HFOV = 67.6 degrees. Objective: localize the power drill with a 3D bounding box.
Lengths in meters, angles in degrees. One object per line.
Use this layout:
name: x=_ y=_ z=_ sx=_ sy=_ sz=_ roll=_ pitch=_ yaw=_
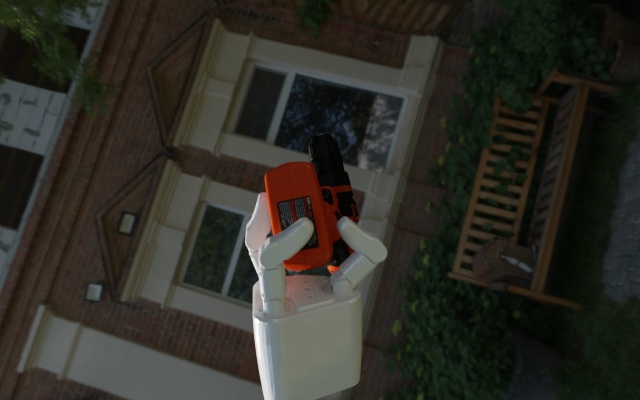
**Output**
power drill: x=0.000 y=0.002 z=0.545 sx=0.057 sy=0.184 sz=0.187 roll=-14 pitch=-5 yaw=16
